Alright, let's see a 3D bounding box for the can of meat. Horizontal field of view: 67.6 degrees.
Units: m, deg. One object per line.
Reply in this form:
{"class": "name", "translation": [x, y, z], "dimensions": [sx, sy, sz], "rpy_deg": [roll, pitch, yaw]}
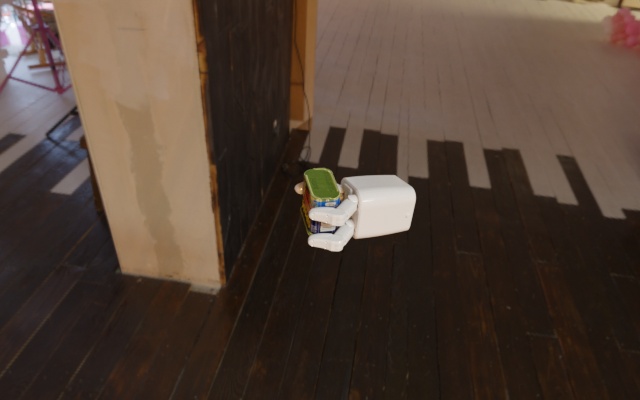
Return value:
{"class": "can of meat", "translation": [0.000, 0.002, 0.844], "dimensions": [0.057, 0.084, 0.102], "rpy_deg": [-4, 37, -12]}
